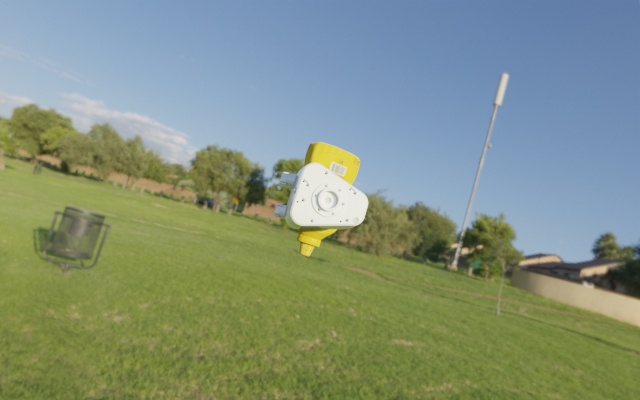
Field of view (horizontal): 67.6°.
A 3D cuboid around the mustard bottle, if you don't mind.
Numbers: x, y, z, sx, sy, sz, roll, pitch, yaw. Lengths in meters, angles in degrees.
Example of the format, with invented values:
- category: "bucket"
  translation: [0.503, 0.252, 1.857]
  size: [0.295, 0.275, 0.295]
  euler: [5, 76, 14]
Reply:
- category: "mustard bottle"
  translation: [0.000, 0.002, 0.827]
  size: [0.096, 0.191, 0.058]
  euler: [20, -6, -31]
